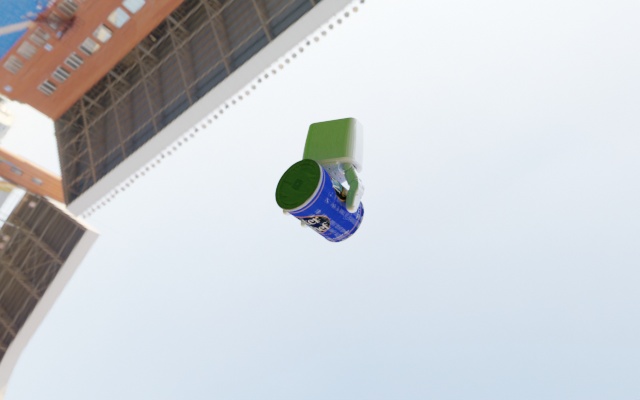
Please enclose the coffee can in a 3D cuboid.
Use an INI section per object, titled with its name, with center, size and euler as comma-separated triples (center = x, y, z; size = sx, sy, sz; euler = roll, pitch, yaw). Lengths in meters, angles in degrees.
[coffee can]
center = 0.000, 0.003, 0.876
size = 0.103, 0.102, 0.140
euler = 0, -28, 42
